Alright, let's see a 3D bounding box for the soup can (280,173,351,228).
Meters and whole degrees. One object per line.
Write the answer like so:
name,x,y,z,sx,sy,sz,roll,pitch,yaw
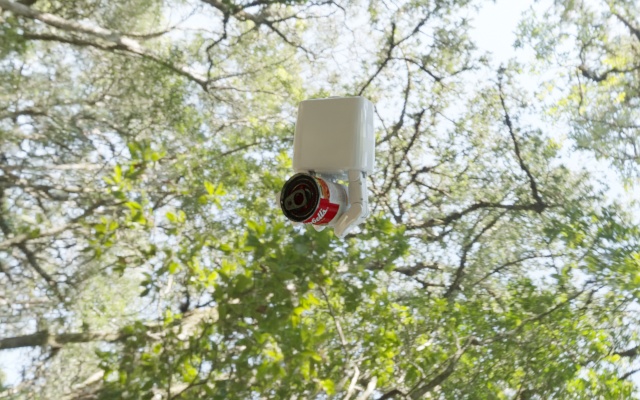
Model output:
soup can,0.000,0.003,0.682,0.068,0.068,0.102,0,-8,36
